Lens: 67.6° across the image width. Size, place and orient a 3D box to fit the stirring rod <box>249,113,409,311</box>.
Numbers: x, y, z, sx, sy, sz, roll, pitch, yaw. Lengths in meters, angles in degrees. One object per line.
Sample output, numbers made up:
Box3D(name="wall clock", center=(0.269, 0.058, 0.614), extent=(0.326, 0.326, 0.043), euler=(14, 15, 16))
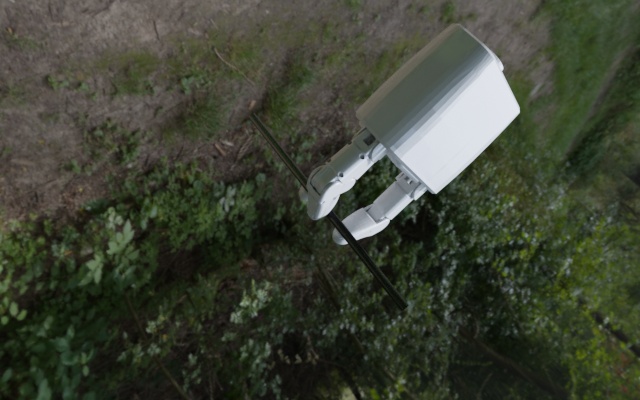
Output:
Box3D(name="stirring rod", center=(0.000, 0.001, 0.438), extent=(0.011, 0.239, 0.011), euler=(-32, -23, -16))
